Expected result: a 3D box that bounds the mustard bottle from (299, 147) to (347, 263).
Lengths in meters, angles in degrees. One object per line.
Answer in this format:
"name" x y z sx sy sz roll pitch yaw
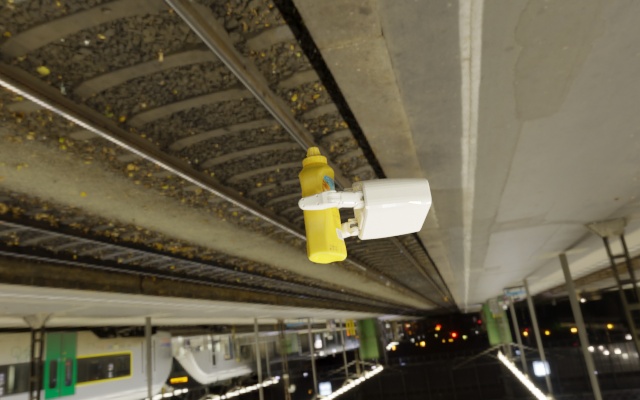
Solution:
"mustard bottle" 0.000 0.003 0.786 0.058 0.191 0.096 -12 -17 16
